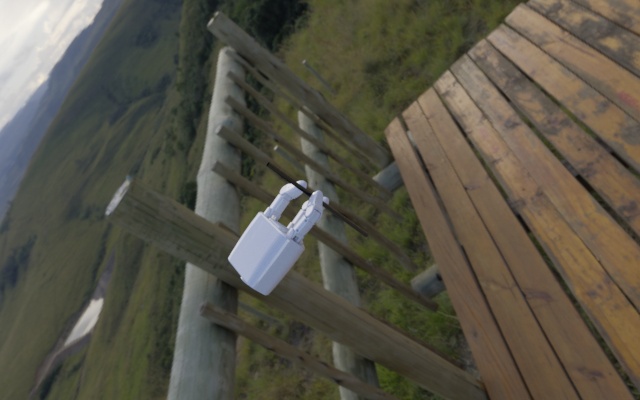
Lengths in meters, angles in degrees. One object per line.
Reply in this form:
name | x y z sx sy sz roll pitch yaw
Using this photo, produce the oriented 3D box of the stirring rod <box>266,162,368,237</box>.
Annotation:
stirring rod | 0.000 0.003 0.844 0.239 0.011 0.011 36 -18 -27
